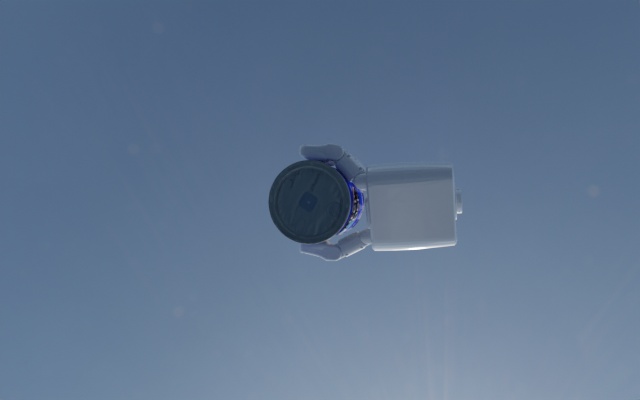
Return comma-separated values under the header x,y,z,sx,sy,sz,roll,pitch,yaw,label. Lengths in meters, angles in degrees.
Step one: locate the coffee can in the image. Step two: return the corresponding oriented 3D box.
x,y,z,sx,sy,sz,roll,pitch,yaw,label
0.000,0.002,0.647,0.103,0.103,0.140,0,0,12,coffee can
